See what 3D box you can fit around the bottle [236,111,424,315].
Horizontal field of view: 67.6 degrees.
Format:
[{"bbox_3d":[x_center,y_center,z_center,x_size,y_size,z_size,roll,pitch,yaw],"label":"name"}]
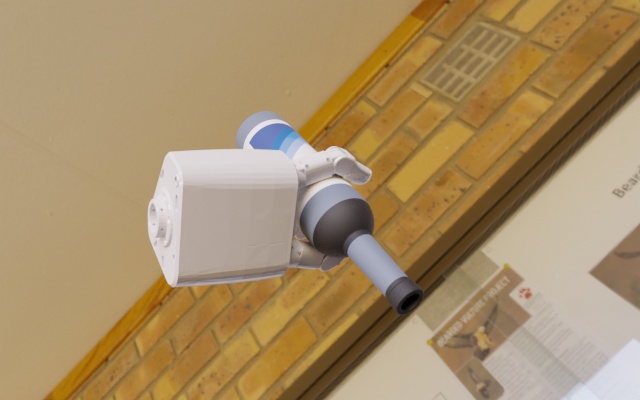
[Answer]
[{"bbox_3d":[0.000,0.001,0.479,0.069,0.069,0.295,0,33,-35],"label":"bottle"}]
